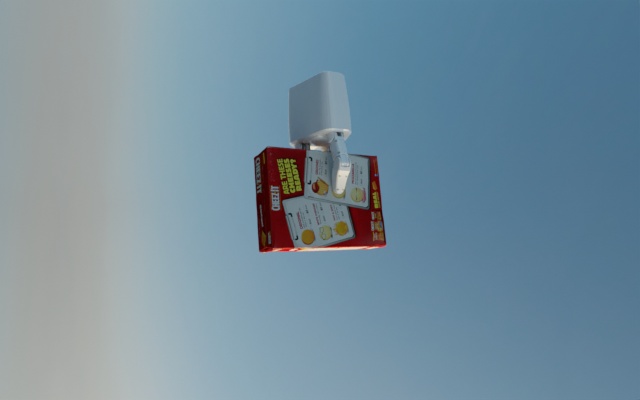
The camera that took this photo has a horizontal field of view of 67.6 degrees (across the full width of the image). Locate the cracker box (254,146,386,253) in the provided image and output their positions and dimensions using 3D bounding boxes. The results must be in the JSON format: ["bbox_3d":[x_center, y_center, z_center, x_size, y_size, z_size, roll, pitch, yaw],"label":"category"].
[{"bbox_3d":[0.000,0.003,0.807,0.214,0.164,0.072,1,-12,-28],"label":"cracker box"}]
